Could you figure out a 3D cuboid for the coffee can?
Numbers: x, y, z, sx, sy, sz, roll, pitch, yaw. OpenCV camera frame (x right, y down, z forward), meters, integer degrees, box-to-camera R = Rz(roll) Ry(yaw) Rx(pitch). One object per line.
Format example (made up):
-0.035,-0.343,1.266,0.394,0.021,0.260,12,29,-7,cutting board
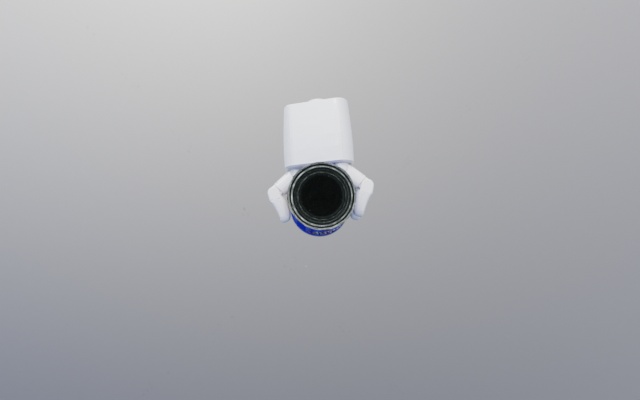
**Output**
0.000,0.003,0.768,0.103,0.103,0.140,0,-8,-2,coffee can
